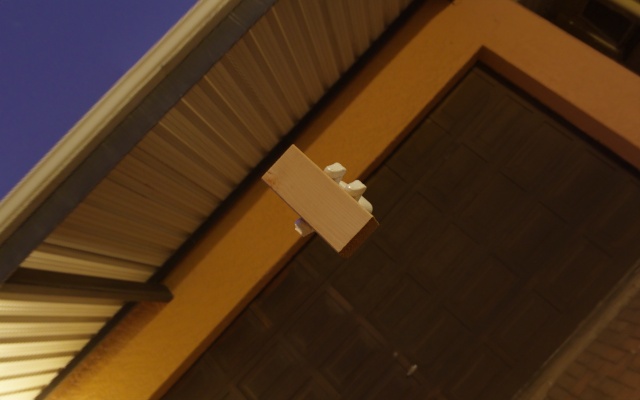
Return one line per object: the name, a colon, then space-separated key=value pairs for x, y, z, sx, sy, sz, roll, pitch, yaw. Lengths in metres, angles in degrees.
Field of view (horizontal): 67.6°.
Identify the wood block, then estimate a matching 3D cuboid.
wood block: x=0.000 y=0.003 z=0.895 sx=0.206 sy=0.091 sz=0.090 roll=43 pitch=0 yaw=19
